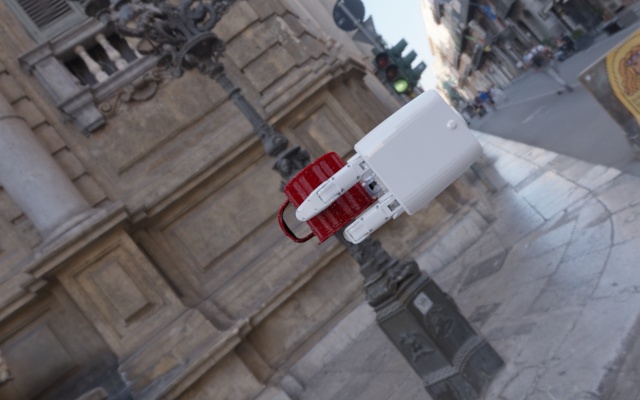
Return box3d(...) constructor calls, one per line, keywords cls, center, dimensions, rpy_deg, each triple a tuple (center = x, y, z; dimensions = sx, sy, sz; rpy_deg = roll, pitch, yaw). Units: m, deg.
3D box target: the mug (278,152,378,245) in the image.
box3d(cls="mug", center=(-0.001, 0.003, 0.585), dimensions=(0.117, 0.081, 0.093), rpy_deg=(-38, -3, 3))
